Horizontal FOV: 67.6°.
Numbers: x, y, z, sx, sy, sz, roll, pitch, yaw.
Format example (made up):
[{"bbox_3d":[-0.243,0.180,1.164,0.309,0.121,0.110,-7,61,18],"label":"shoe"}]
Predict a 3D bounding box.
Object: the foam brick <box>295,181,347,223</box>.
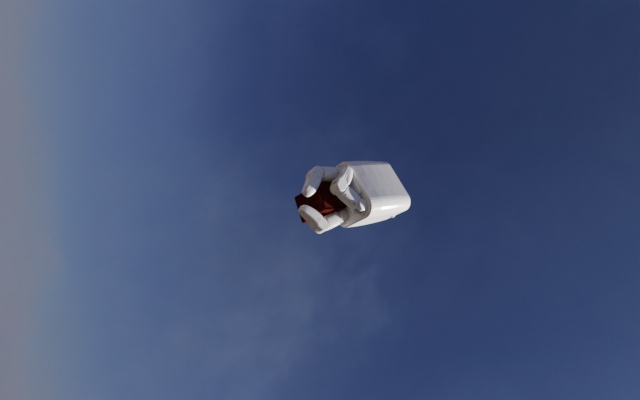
[{"bbox_3d":[0.000,0.003,0.851,0.051,0.053,0.078,-6,-15,-38],"label":"foam brick"}]
